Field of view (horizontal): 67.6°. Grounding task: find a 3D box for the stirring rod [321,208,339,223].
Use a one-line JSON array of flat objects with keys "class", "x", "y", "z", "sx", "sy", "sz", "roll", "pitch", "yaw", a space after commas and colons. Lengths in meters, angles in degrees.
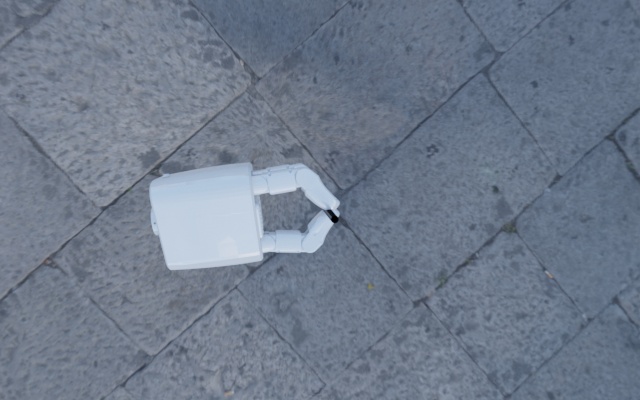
[{"class": "stirring rod", "x": 0.000, "y": 0.002, "z": 0.598, "sx": 0.011, "sy": 0.011, "sz": 0.239, "roll": 0, "pitch": 8, "yaw": -7}]
